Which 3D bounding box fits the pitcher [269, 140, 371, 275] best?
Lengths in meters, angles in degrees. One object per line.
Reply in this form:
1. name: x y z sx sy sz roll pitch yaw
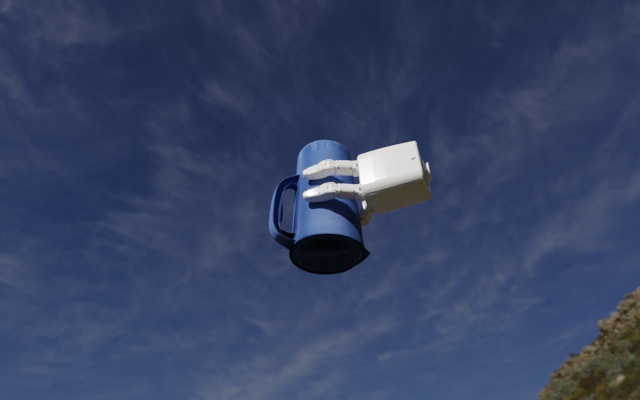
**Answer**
1. pitcher: 0.000 0.003 0.891 0.145 0.242 0.149 -16 -41 17
